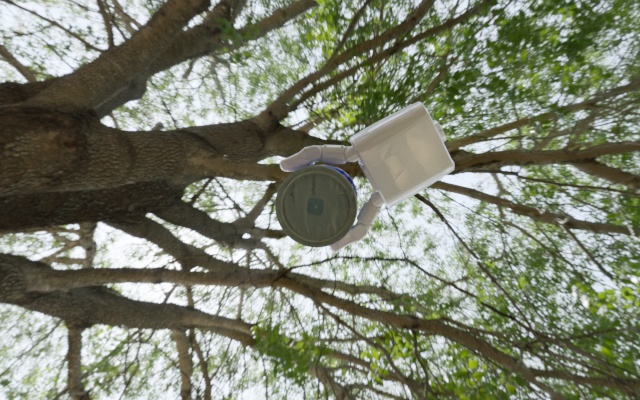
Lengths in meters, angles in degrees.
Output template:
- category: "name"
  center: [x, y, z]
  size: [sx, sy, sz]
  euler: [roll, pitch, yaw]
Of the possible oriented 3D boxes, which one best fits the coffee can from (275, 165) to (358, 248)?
- category: "coffee can"
  center: [0.000, 0.002, 0.658]
  size: [0.103, 0.103, 0.140]
  euler: [0, 5, 5]
